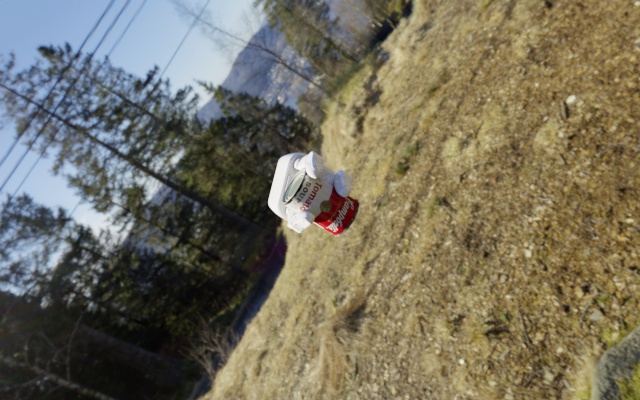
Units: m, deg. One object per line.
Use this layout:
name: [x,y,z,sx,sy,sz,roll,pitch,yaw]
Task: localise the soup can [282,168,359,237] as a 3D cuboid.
soup can: [0.000,0.002,0.743,0.102,0.068,0.068,32,-11,-17]
